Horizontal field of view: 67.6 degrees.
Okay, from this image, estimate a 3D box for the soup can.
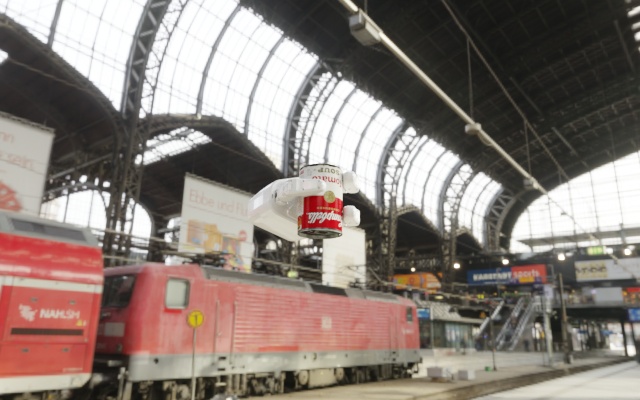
[{"bbox_3d":[0.000,0.002,0.721,0.068,0.102,0.068,1,-16,0],"label":"soup can"}]
